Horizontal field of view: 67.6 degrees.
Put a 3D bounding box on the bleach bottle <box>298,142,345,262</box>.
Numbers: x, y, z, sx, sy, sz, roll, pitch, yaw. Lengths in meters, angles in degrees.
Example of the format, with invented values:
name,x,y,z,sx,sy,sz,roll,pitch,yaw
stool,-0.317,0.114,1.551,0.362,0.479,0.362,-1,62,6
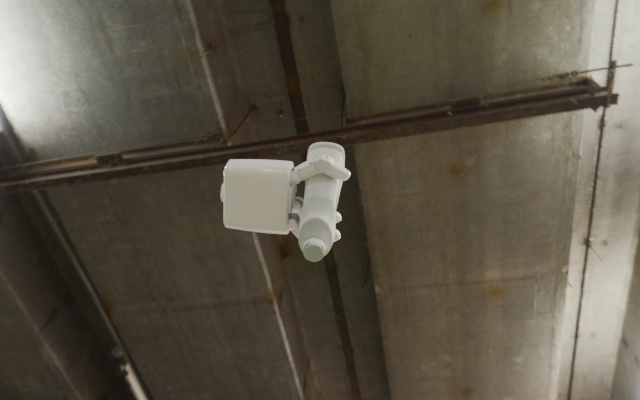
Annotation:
name,x,y,z,sx,sy,sz,roll,pitch,yaw
bleach bottle,0.000,0.003,0.761,0.068,0.103,0.250,4,31,3
